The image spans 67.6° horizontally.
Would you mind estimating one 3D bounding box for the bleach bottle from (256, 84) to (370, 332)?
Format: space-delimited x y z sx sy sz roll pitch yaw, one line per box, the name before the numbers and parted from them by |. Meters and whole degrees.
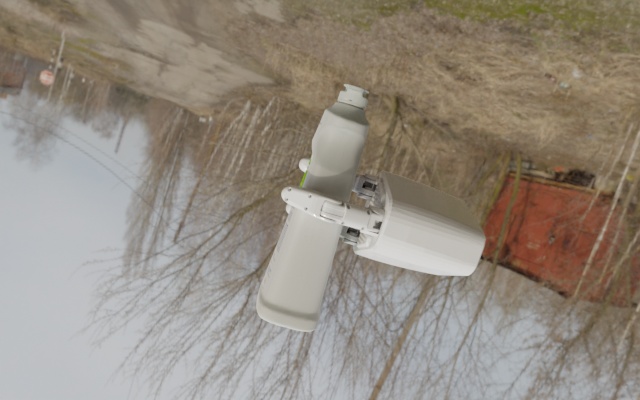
bleach bottle | 0.000 0.002 0.507 0.068 0.251 0.102 17 7 -8
